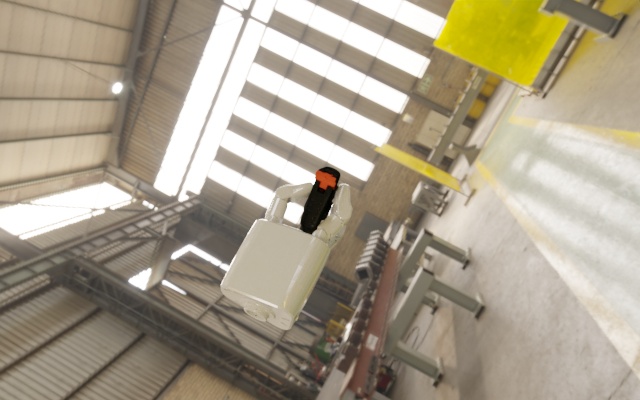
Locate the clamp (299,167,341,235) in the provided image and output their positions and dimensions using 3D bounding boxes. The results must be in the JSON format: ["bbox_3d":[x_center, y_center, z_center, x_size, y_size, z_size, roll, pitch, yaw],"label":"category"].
[{"bbox_3d":[-0.001,0.002,0.695,0.036,0.164,0.210,23,-29,4],"label":"clamp"}]
